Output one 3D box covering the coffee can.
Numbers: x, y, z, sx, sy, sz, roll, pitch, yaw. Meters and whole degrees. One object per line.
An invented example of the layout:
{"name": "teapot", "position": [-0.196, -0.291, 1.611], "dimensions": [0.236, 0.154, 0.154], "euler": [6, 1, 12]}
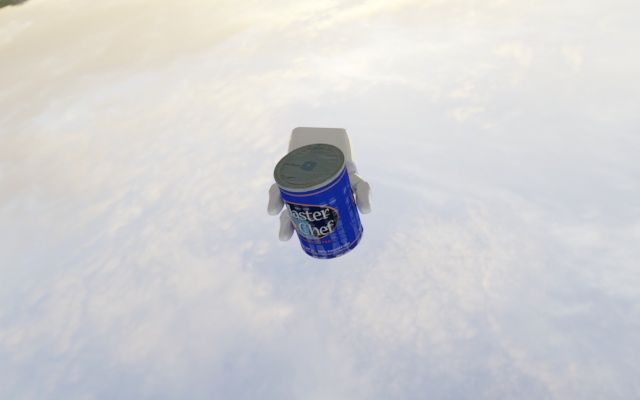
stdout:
{"name": "coffee can", "position": [0.000, 0.002, 0.704], "dimensions": [0.103, 0.140, 0.102], "euler": [-11, 39, 9]}
